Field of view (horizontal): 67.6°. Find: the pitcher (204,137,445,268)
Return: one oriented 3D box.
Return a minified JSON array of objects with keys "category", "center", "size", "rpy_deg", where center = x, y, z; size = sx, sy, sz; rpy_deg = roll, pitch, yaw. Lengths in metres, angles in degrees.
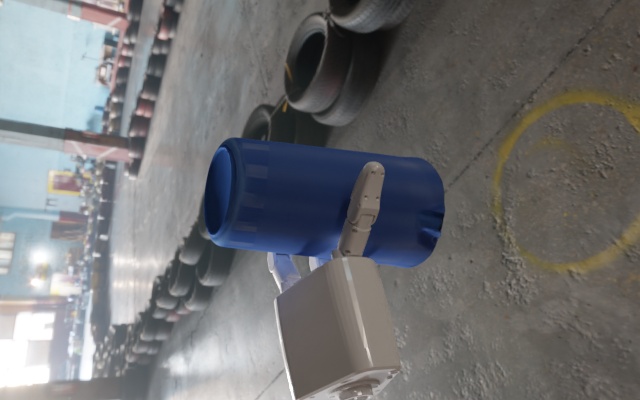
[{"category":"pitcher","center":[0.000,0.002,0.529],"size":[0.243,0.145,0.149],"rpy_deg":[7,-38,-28]}]
